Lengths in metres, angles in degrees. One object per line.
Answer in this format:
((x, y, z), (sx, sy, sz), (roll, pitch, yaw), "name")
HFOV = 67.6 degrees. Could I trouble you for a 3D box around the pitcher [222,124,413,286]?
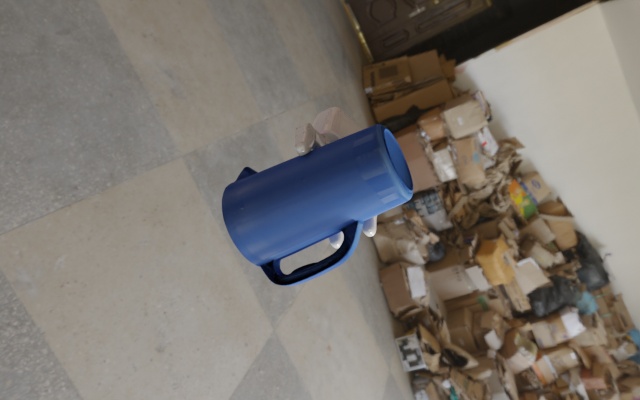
((0.000, 0.002, 0.653), (0.243, 0.149, 0.145), (-23, 26, 21), "pitcher")
